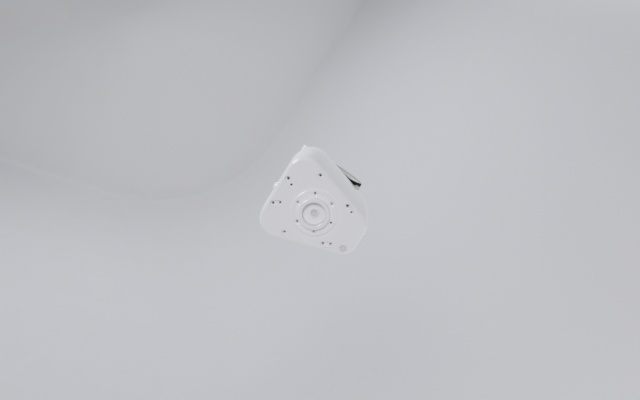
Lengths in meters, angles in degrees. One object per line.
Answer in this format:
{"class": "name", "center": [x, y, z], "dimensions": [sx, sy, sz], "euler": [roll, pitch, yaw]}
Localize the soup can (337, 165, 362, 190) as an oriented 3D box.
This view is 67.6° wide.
{"class": "soup can", "center": [0.000, 0.002, 0.639], "dimensions": [0.068, 0.102, 0.068], "euler": [32, 10, -6]}
